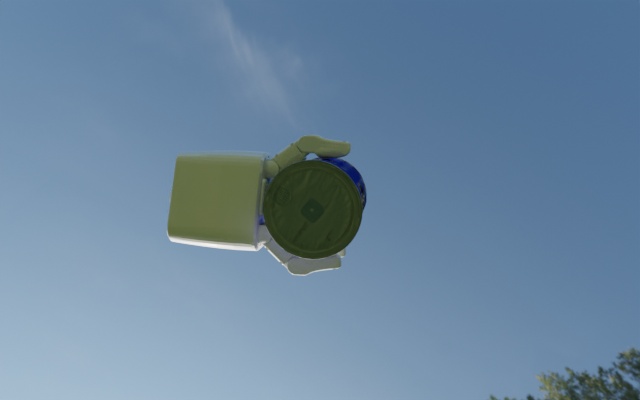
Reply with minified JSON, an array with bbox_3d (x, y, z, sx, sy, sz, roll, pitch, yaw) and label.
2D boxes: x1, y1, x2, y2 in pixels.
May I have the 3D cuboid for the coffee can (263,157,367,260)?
[{"bbox_3d":[0.000,0.002,0.552,0.103,0.103,0.140,0,7,7],"label":"coffee can"}]
